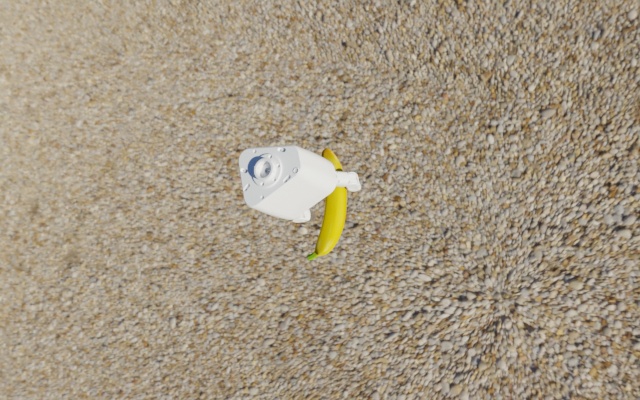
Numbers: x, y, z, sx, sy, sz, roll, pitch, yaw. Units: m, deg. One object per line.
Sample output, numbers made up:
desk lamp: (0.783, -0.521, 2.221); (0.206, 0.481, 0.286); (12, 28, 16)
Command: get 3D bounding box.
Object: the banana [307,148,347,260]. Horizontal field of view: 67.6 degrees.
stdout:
banana: (0.015, 0.008, 0.813); (0.069, 0.198, 0.037); (7, -4, 35)
